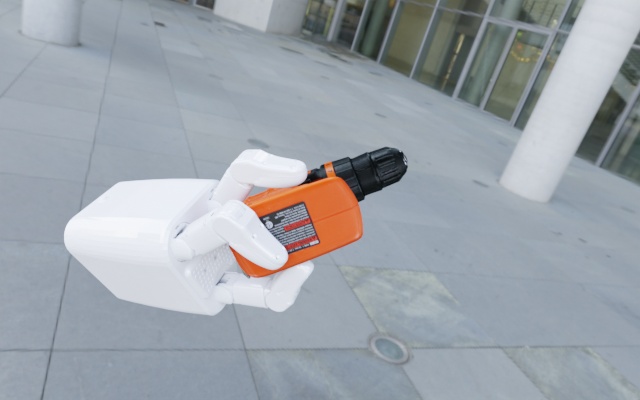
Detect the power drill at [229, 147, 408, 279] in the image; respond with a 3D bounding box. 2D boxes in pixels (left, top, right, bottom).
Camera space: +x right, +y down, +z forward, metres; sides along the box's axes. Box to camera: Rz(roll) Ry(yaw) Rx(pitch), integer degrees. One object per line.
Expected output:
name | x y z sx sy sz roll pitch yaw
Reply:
power drill | 0.000 0.002 0.442 0.184 0.057 0.187 -23 6 8
